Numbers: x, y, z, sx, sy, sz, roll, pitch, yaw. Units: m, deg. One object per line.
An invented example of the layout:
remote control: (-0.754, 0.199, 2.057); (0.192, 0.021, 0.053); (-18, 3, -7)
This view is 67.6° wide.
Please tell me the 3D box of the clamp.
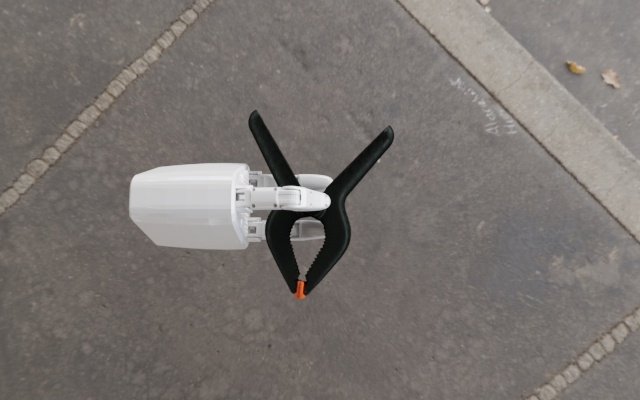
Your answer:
clamp: (0.000, 0.002, 0.529); (0.164, 0.210, 0.036); (0, -7, 2)
